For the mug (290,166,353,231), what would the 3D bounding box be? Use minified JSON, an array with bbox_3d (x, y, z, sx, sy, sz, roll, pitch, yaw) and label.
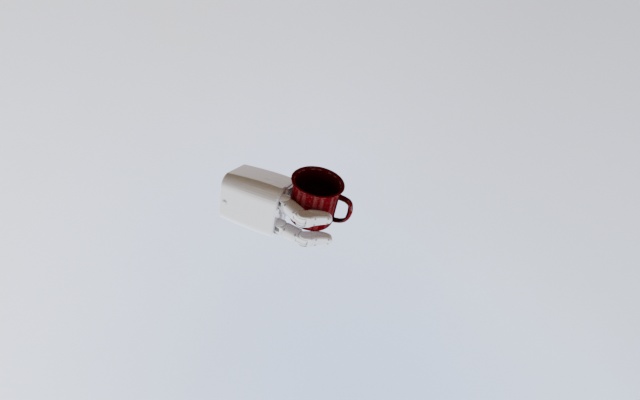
[{"bbox_3d":[0.001,0.003,0.830,0.117,0.082,0.093,19,37,9],"label":"mug"}]
